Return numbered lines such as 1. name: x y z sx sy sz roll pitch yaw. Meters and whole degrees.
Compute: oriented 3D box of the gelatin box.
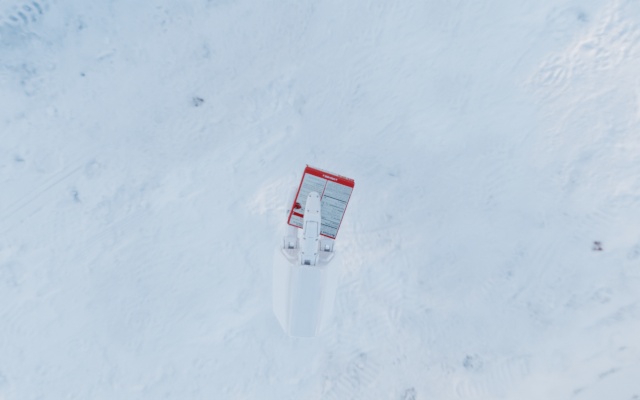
1. gelatin box: 0.000 0.002 0.673 0.073 0.089 0.030 18 13 -4
